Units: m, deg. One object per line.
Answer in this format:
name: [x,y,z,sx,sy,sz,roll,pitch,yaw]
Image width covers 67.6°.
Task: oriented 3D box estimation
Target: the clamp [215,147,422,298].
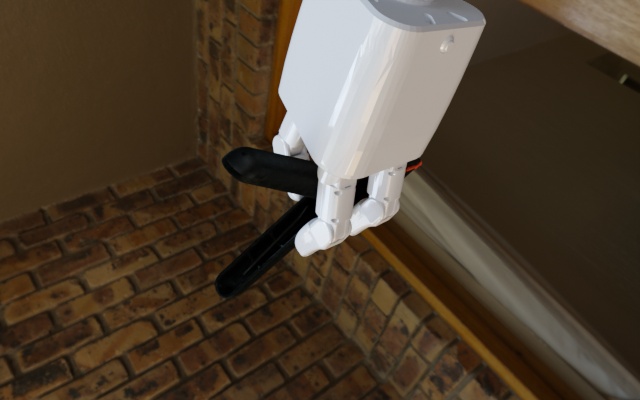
clamp: [0.000,0.000,0.403,0.210,0.036,0.165,-20,-31,-37]
